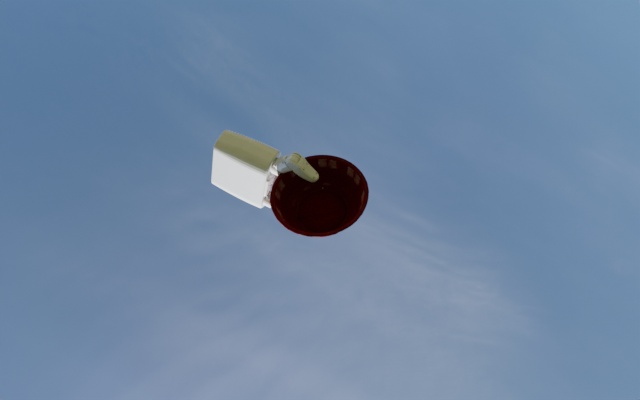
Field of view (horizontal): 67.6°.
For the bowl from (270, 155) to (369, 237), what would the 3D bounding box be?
[{"bbox_3d":[0.001,0.004,0.795,0.162,0.162,0.055,0,-34,7],"label":"bowl"}]
